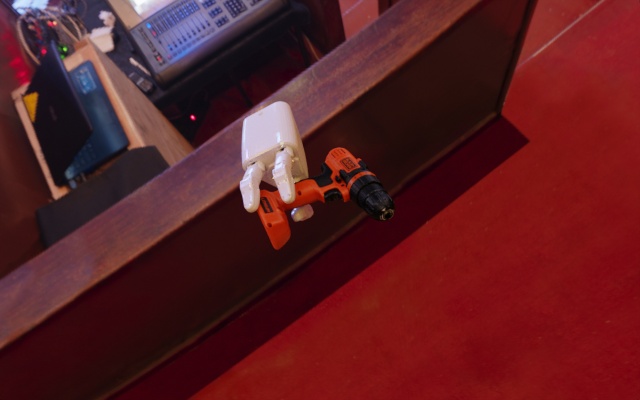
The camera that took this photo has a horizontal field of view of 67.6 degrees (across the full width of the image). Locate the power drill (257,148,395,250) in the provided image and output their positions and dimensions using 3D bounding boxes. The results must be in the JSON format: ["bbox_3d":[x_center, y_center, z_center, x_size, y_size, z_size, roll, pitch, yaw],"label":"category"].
[{"bbox_3d":[0.000,0.002,0.729,0.187,0.057,0.184,-24,37,-10],"label":"power drill"}]
